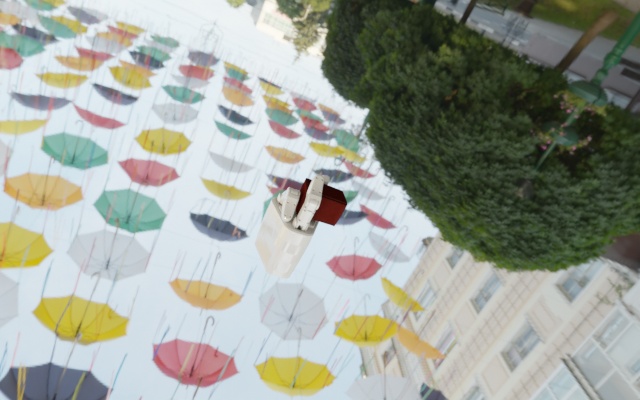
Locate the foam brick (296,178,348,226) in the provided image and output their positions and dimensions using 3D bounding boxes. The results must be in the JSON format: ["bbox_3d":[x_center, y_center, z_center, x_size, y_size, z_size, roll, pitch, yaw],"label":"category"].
[{"bbox_3d":[0.000,0.003,0.857,0.078,0.051,0.053,19,25,-16],"label":"foam brick"}]
